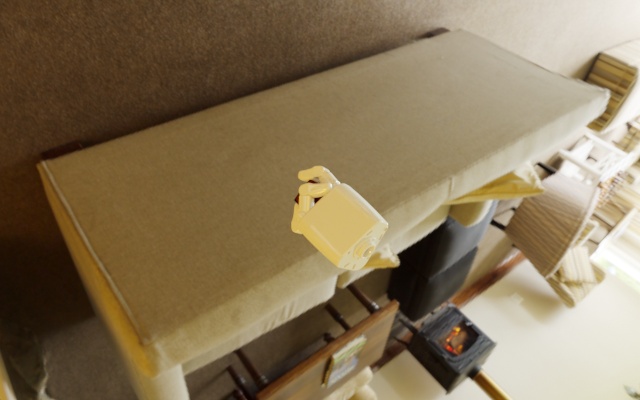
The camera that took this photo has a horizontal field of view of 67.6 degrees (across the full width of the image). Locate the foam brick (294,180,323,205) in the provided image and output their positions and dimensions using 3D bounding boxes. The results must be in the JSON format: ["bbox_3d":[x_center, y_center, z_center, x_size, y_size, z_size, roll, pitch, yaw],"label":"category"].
[{"bbox_3d":[0.000,0.003,0.888,0.051,0.053,0.078,44,12,32],"label":"foam brick"}]
